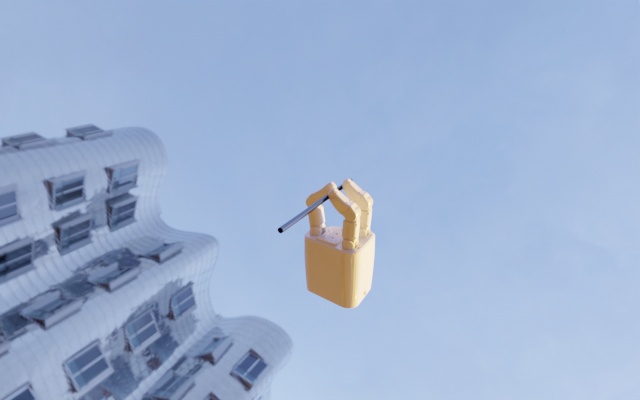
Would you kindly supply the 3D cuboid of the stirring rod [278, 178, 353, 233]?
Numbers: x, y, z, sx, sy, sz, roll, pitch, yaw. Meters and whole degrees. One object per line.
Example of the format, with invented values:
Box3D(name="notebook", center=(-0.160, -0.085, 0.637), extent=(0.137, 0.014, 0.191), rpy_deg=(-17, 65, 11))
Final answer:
Box3D(name="stirring rod", center=(0.000, 0.002, 0.718), extent=(0.011, 0.011, 0.239), rpy_deg=(0, 18, 27))
